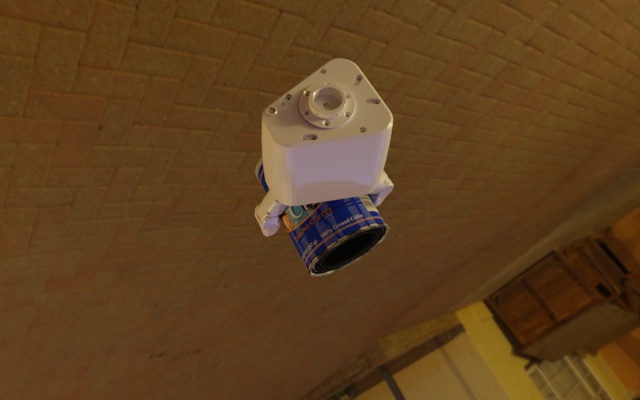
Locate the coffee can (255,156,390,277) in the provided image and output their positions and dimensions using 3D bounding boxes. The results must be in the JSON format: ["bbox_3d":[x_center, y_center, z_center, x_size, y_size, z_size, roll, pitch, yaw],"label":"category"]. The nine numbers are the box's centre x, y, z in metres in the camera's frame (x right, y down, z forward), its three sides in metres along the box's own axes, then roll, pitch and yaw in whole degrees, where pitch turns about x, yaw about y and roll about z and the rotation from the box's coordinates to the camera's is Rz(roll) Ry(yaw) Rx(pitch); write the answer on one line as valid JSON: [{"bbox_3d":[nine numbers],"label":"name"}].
[{"bbox_3d":[0.000,0.002,0.555,0.103,0.140,0.103,-26,-23,-12],"label":"coffee can"}]
